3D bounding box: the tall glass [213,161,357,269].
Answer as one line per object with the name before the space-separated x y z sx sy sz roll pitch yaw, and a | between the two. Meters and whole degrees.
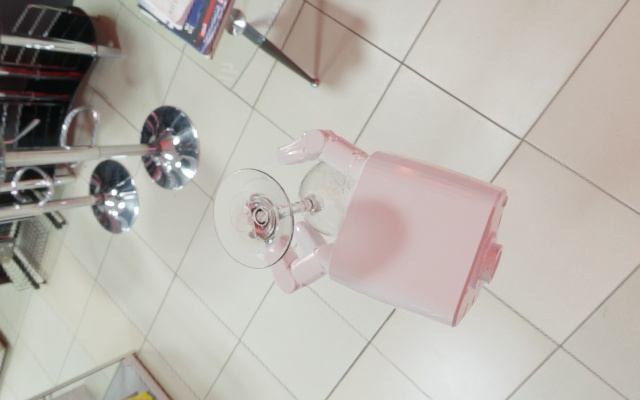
tall glass | 0.000 0.001 0.432 0.079 0.079 0.201 0 7 31
